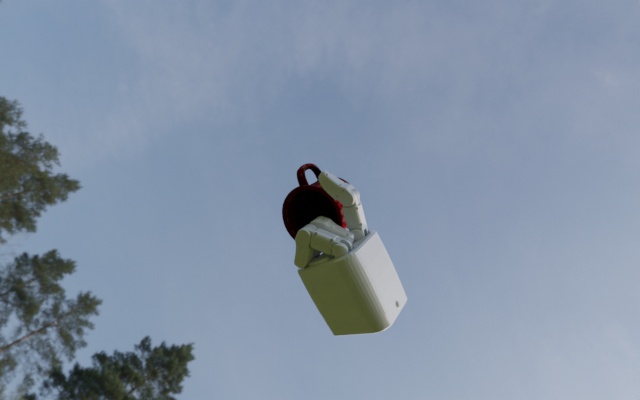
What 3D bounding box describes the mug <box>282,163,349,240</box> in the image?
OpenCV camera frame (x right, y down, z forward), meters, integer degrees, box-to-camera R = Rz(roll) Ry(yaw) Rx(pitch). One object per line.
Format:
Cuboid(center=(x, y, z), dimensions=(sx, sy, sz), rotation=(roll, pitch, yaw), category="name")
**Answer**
Cuboid(center=(0.000, 0.001, 0.683), dimensions=(0.093, 0.117, 0.081), rotation=(-22, 5, 32), category="mug")
